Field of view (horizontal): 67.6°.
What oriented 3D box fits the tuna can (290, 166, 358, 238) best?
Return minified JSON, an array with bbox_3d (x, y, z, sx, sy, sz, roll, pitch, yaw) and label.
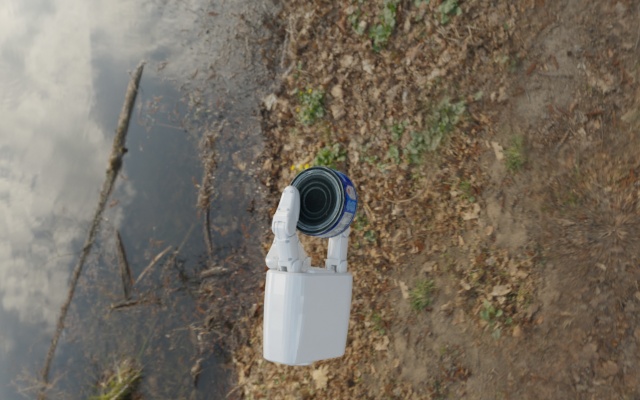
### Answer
[{"bbox_3d":[0.000,0.002,0.577,0.086,0.086,0.034,0,-8,31],"label":"tuna can"}]
